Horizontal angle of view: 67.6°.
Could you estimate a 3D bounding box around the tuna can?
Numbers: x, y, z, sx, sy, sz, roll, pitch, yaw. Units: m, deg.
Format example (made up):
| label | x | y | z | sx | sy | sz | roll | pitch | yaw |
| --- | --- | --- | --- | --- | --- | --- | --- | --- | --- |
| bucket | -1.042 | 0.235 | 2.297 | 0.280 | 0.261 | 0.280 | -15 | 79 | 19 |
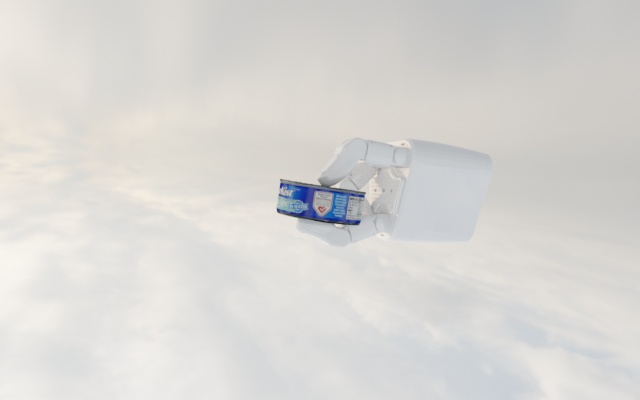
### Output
| label | x | y | z | sx | sy | sz | roll | pitch | yaw |
| --- | --- | --- | --- | --- | --- | --- | --- | --- | --- |
| tuna can | 0.000 | 0.002 | 0.469 | 0.086 | 0.034 | 0.086 | 9 | 2 | 0 |
